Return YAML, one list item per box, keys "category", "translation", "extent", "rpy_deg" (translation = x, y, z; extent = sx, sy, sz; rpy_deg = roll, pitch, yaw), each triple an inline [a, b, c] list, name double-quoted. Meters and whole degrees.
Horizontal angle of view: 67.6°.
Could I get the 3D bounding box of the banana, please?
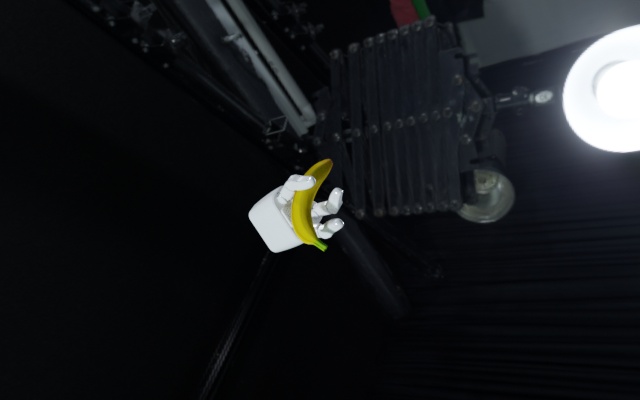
- category: "banana"
  translation: [-0.018, 0.002, 0.881]
  extent: [0.069, 0.197, 0.037]
  rpy_deg: [12, -31, -13]
